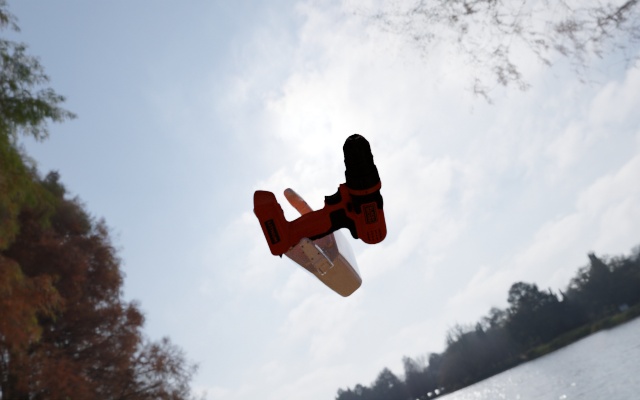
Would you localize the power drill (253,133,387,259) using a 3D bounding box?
[{"bbox_3d":[0.000,0.003,0.704,0.187,0.184,0.057,-13,31,4],"label":"power drill"}]
